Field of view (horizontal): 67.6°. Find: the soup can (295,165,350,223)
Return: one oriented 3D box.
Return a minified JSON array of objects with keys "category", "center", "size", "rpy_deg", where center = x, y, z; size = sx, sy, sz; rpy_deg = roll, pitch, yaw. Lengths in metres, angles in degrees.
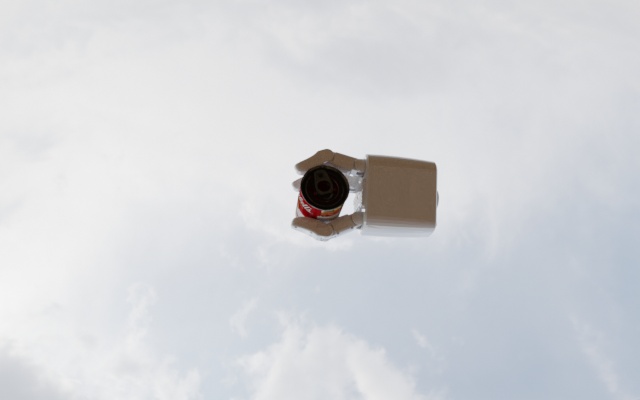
[{"category":"soup can","center":[0.000,0.002,0.692],"size":[0.068,0.068,0.102],"rpy_deg":[0,-24,-8]}]
